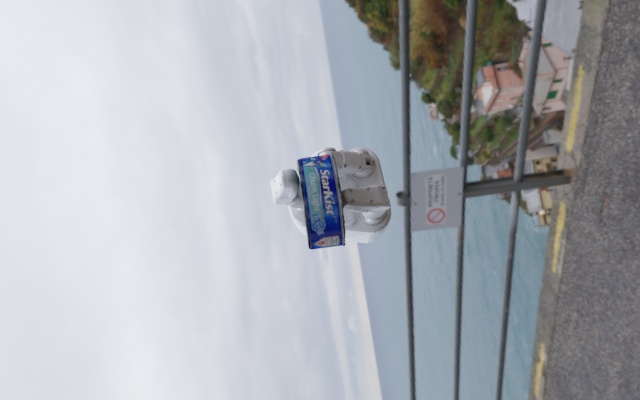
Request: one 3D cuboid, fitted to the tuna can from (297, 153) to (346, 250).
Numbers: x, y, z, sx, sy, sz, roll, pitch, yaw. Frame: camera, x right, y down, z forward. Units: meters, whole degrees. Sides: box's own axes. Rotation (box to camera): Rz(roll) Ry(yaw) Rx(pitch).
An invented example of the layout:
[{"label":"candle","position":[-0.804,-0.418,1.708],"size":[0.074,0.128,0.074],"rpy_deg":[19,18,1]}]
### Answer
[{"label":"tuna can","position":[-0.001,0.001,0.437],"size":[0.034,0.086,0.086],"rpy_deg":[-8,0,-2]}]
